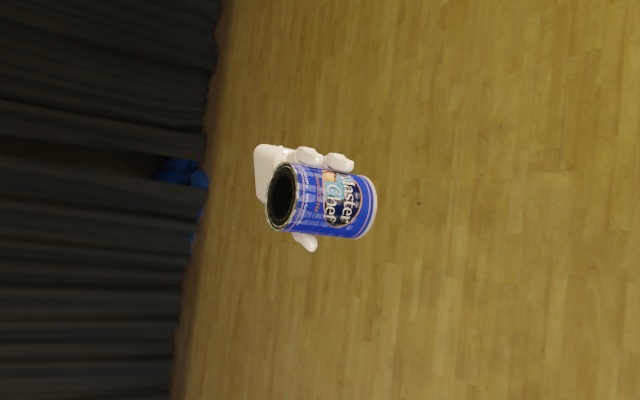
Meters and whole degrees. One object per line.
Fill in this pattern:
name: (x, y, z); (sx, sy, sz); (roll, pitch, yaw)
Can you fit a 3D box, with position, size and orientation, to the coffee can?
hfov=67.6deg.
coffee can: (0.000, 0.003, 0.728); (0.140, 0.103, 0.103); (8, -4, -31)
